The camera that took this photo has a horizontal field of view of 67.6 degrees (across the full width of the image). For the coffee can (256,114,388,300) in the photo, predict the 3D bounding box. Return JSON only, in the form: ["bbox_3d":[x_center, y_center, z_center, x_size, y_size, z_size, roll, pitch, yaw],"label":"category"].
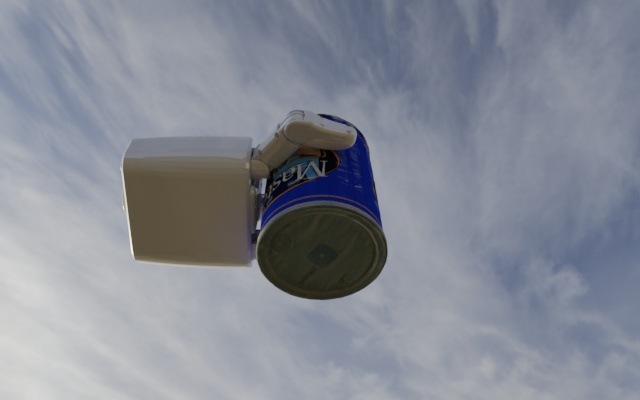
[{"bbox_3d":[0.000,0.001,0.425,0.103,0.103,0.140,0,38,-1],"label":"coffee can"}]
